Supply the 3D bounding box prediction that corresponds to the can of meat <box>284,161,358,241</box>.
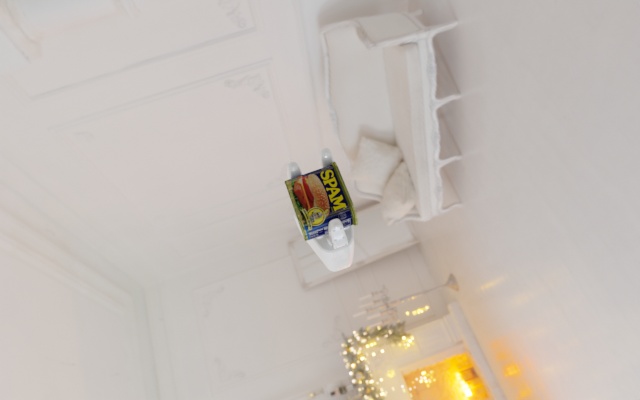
[{"bbox_3d":[0.000,0.003,0.723,0.084,0.102,0.057,-19,-24,-4],"label":"can of meat"}]
